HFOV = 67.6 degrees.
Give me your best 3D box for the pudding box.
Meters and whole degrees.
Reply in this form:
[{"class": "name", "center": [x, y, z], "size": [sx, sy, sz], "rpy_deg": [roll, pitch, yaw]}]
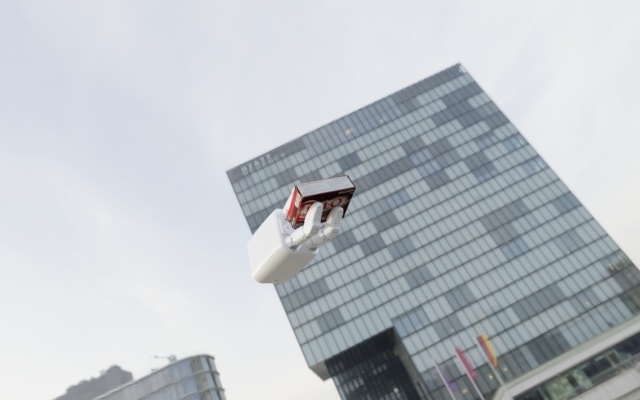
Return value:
[{"class": "pudding box", "center": [0.000, 0.003, 0.880], "size": [0.113, 0.039, 0.090], "rpy_deg": [-14, -35, -27]}]
